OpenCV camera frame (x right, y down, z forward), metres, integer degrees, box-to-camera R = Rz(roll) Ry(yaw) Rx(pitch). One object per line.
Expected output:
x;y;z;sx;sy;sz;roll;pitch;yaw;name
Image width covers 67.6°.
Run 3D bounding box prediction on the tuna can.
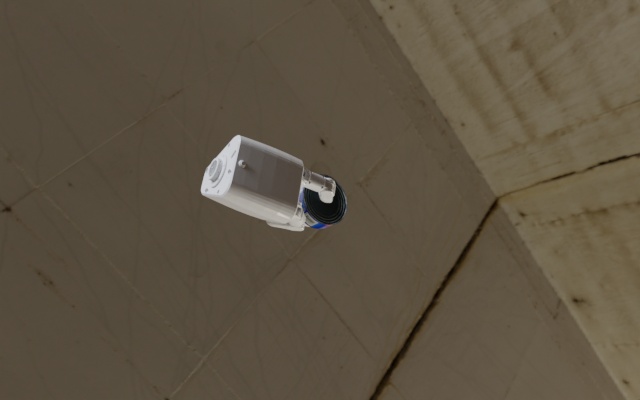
0.000;0.003;0.779;0.086;0.086;0.034;0;-17;-36;tuna can
